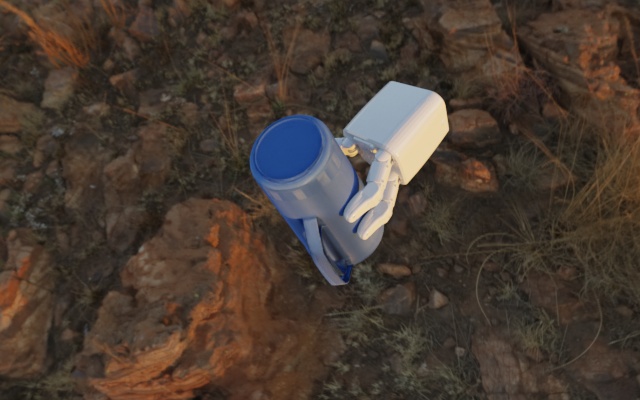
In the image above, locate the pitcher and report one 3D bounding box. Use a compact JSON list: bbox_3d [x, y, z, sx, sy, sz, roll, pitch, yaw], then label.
[{"bbox_3d":[0.000,0.002,0.660,0.149,0.145,0.243,38,-9,32],"label":"pitcher"}]
